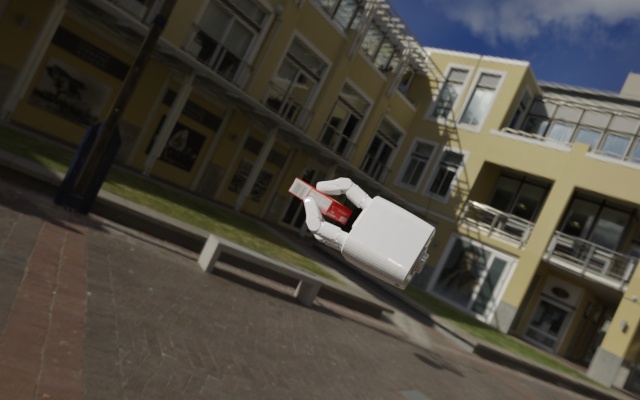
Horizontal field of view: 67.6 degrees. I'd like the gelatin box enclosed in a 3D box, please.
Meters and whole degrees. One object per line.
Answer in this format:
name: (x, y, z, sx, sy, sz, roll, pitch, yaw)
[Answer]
gelatin box: (0.000, 0.002, 0.802, 0.089, 0.030, 0.073, 32, 1, 31)
